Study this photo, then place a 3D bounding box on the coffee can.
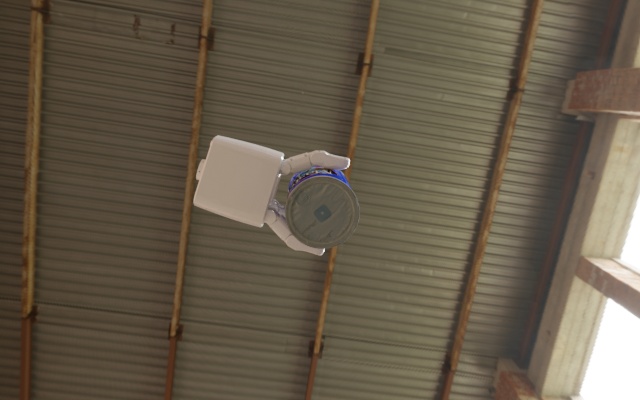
[{"bbox_3d":[0.000,0.002,0.719,0.103,0.103,0.140,0,13,-2],"label":"coffee can"}]
